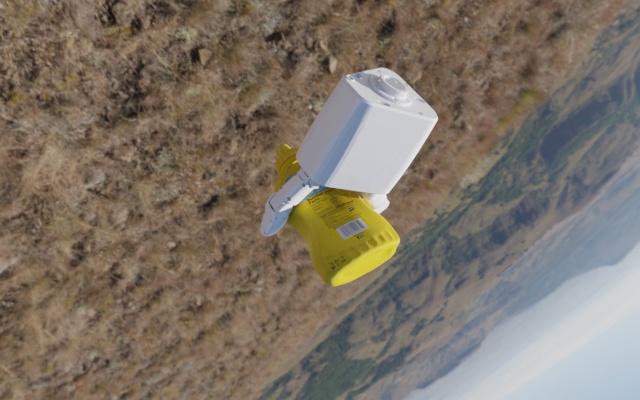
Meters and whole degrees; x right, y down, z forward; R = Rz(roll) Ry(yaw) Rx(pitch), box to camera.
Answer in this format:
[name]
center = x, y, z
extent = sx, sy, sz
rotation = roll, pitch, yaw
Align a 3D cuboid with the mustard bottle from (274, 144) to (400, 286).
[mustard bottle]
center = 0.000, 0.002, 0.561
extent = 0.096, 0.191, 0.058
rotation = -24, -29, -22
